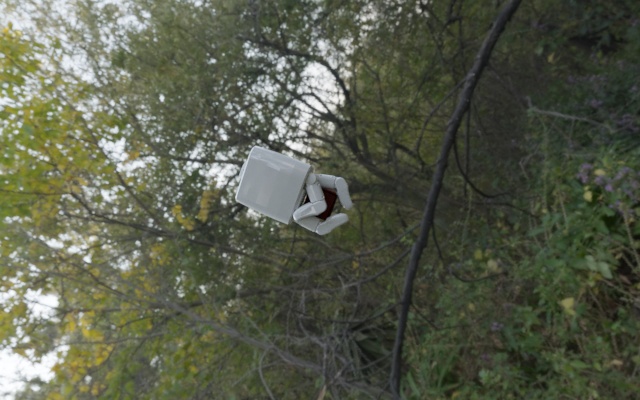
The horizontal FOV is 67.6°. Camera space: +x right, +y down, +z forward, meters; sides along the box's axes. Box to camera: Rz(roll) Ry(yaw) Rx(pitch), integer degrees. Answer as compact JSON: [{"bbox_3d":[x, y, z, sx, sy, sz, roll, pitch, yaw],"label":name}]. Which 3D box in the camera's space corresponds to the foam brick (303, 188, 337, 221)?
[{"bbox_3d":[0.000,0.003,0.885,0.051,0.053,0.078,21,3,3],"label":"foam brick"}]
